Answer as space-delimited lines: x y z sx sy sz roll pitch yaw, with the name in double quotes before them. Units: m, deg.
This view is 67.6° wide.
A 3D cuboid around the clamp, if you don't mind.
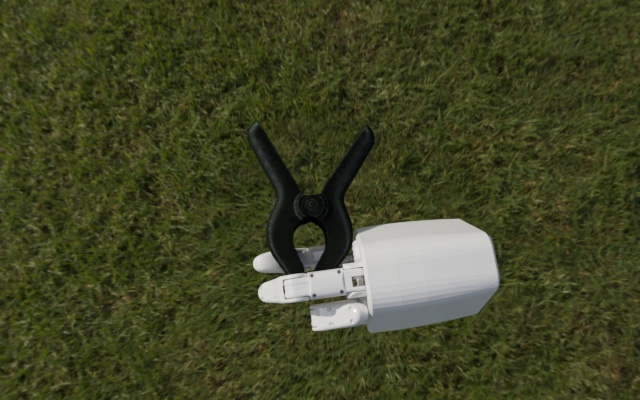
"clamp" 0.000 0.001 0.442 0.120 0.171 0.039 -8 -10 1
